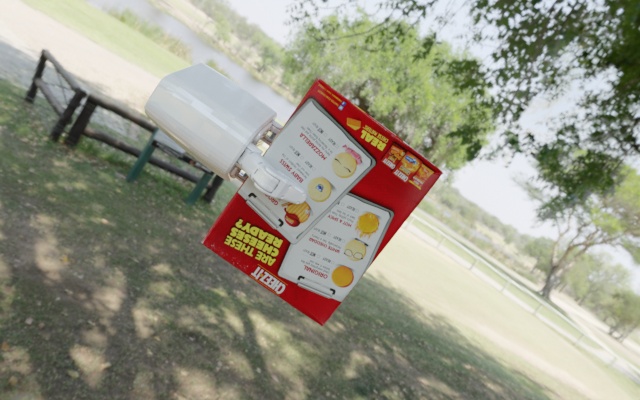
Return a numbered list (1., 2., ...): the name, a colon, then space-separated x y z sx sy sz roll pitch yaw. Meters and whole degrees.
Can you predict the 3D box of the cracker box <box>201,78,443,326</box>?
1. cracker box: 0.000 0.002 0.528 0.164 0.214 0.072 36 10 -5
